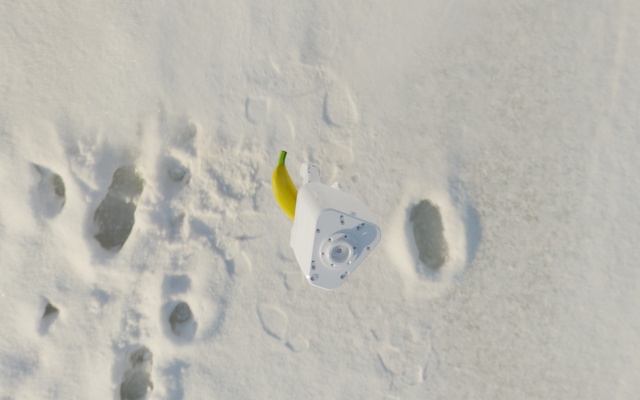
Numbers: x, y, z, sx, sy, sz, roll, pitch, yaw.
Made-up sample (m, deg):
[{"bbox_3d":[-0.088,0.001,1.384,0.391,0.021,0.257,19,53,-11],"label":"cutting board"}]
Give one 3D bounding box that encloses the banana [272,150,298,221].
[{"bbox_3d":[-0.016,0.013,0.768,0.198,0.069,0.037,47,-1,-21],"label":"banana"}]
